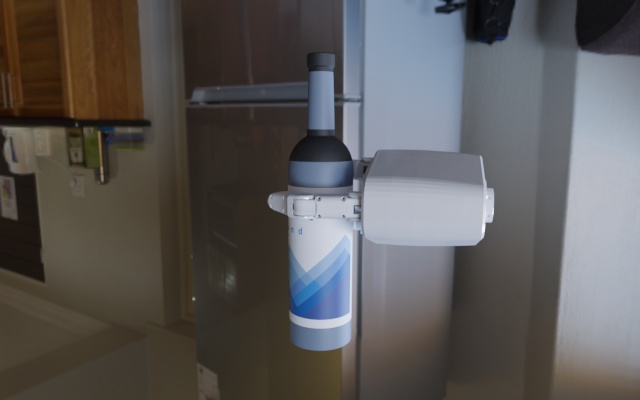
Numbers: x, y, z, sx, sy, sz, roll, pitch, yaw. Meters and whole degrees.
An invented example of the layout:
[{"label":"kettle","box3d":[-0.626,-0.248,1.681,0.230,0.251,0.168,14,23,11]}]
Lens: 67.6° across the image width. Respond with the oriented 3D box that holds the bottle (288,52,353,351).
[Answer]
[{"label":"bottle","box3d":[0.000,0.002,0.492,0.069,0.296,0.069,0,9,0]}]
